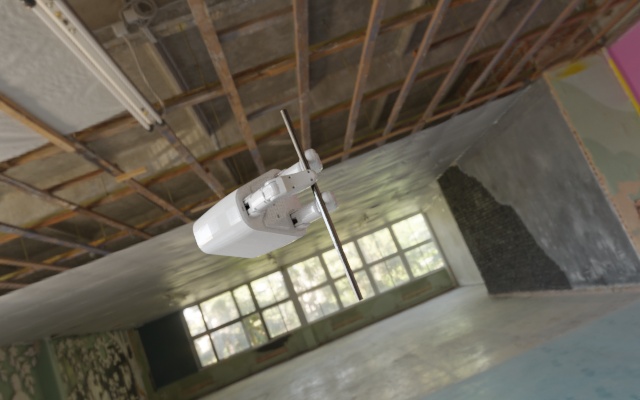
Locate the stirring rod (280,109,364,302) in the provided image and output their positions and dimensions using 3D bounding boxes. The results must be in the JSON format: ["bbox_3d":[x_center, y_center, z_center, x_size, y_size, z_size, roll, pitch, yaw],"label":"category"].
[{"bbox_3d":[0.000,0.002,0.554,0.011,0.239,0.011,-21,-10,-4],"label":"stirring rod"}]
